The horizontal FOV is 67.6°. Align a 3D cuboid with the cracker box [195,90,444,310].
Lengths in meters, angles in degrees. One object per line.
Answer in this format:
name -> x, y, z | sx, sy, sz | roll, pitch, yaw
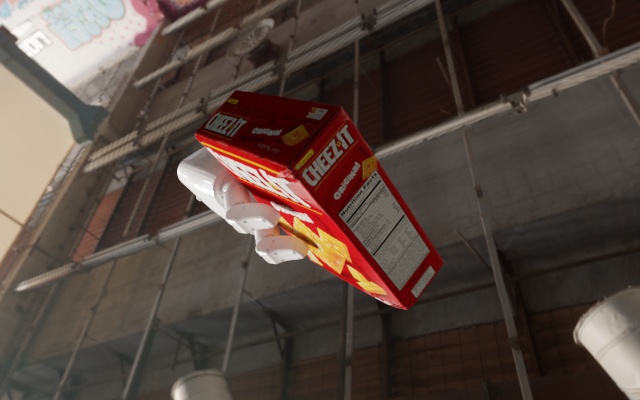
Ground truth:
cracker box -> 0.000, 0.001, 0.457 | 0.164, 0.072, 0.214 | 22, -22, 49
